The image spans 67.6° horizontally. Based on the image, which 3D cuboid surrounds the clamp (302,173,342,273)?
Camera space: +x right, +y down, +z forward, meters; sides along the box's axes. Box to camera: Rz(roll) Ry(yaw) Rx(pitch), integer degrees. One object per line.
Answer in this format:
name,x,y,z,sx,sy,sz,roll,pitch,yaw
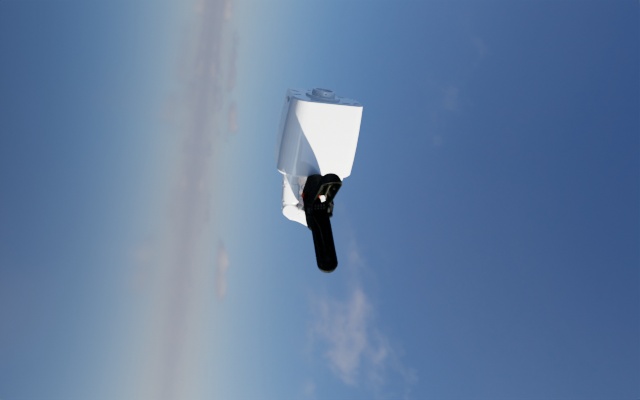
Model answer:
clamp,0.001,0.002,0.618,0.039,0.120,0.171,5,23,-14
